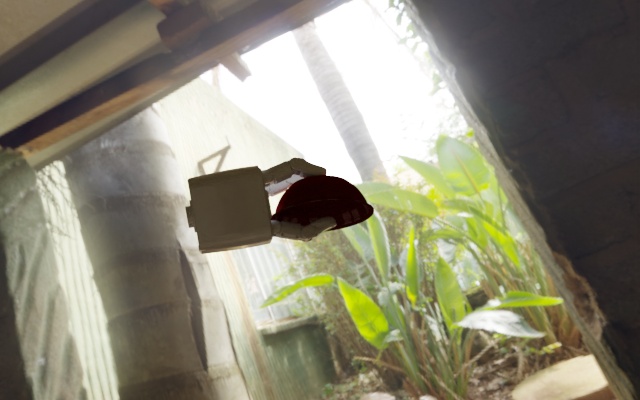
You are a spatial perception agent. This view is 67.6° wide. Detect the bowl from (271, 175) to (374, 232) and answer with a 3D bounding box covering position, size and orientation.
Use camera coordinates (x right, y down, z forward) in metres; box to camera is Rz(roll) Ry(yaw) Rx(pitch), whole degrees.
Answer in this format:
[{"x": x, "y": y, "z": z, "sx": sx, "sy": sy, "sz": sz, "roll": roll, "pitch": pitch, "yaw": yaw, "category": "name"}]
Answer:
[{"x": 0.001, "y": 0.002, "z": 0.743, "sx": 0.162, "sy": 0.055, "sz": 0.162, "roll": -5, "pitch": -19, "yaw": -2, "category": "bowl"}]
